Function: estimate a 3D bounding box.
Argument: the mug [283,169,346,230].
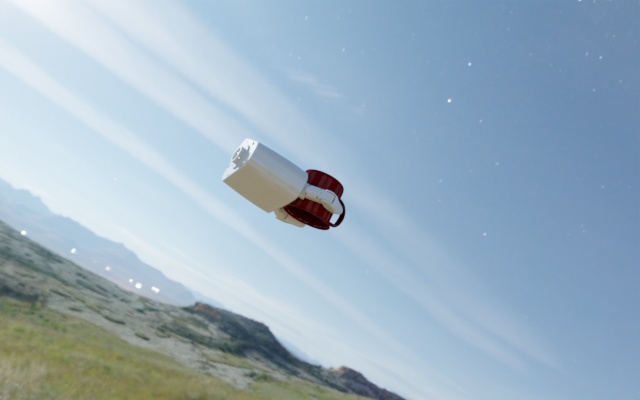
[{"bbox_3d":[0.001,0.003,0.868,0.117,0.081,0.093,34,-19,-24],"label":"mug"}]
